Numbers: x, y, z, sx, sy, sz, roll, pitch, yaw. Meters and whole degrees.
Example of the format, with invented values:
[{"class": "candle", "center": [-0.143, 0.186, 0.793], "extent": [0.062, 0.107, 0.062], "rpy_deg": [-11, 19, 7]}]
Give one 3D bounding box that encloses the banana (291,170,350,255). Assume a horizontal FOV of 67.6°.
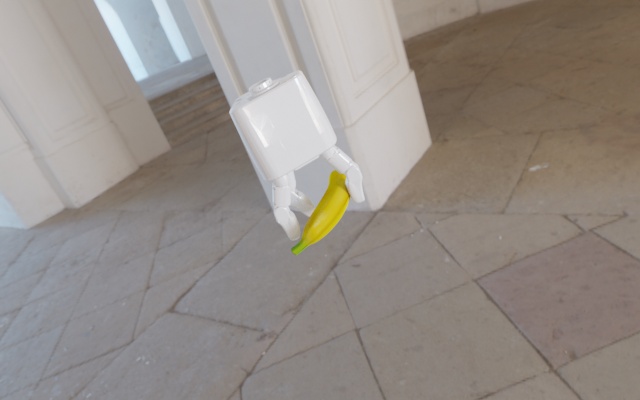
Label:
[{"class": "banana", "center": [0.014, -0.001, 0.706], "extent": [0.069, 0.037, 0.197], "rpy_deg": [-19, 25, 34]}]
